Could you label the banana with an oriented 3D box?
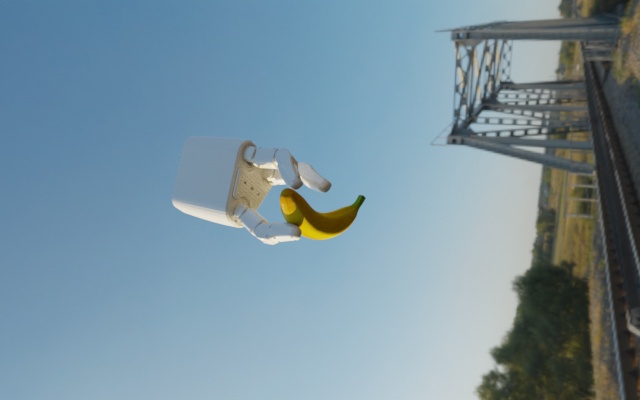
[{"bbox_3d":[-0.002,0.020,0.648,0.037,0.069,0.198,14,6,31],"label":"banana"}]
